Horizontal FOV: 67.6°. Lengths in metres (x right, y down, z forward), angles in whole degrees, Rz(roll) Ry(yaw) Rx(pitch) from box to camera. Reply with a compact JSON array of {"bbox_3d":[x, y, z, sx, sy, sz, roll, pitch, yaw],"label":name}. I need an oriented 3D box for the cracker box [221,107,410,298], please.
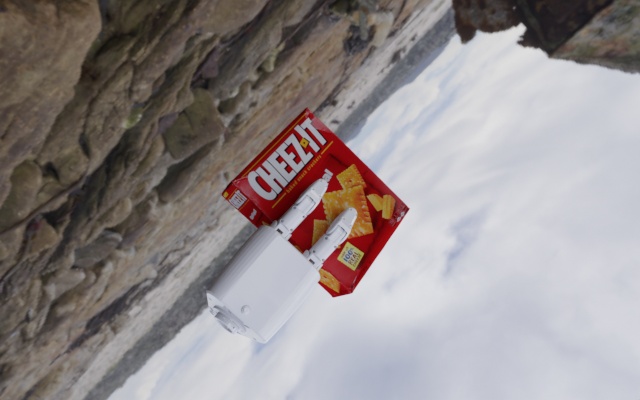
[{"bbox_3d":[0.000,0.002,0.665,0.164,0.214,0.072,-50,8,-28],"label":"cracker box"}]
